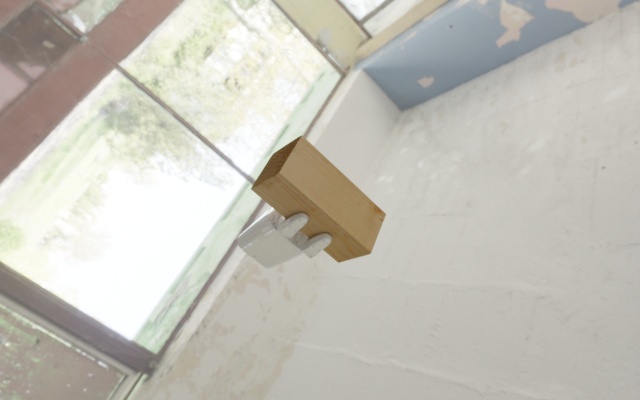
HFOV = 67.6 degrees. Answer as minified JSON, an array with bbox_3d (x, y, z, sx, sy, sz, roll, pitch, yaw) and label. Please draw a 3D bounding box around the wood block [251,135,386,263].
[{"bbox_3d":[0.000,0.003,0.801,0.206,0.090,0.090,41,-38,-20],"label":"wood block"}]
